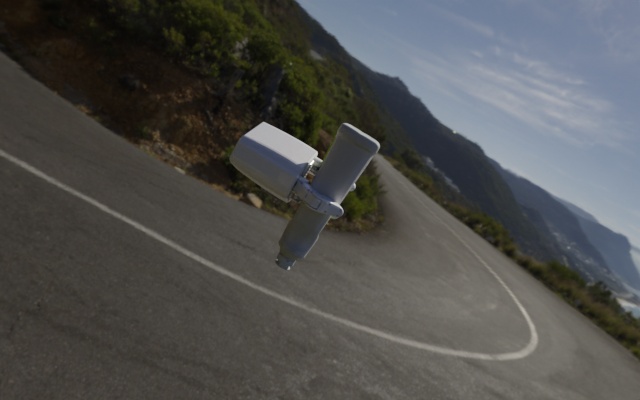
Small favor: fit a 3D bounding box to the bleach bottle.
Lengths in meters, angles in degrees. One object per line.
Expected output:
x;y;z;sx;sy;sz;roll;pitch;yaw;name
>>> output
0.000;0.002;0.750;0.068;0.251;0.102;31;11;1;bleach bottle
